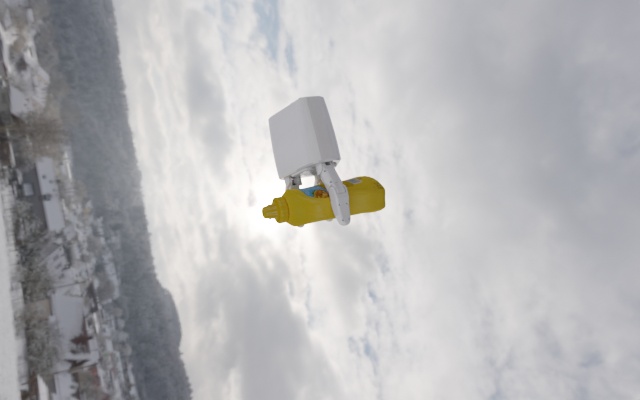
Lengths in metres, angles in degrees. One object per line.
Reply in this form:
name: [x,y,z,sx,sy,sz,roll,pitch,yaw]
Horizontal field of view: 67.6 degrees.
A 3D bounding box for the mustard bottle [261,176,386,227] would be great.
mustard bottle: [0.000,0.003,0.750,0.191,0.058,0.096,-10,18,-25]
